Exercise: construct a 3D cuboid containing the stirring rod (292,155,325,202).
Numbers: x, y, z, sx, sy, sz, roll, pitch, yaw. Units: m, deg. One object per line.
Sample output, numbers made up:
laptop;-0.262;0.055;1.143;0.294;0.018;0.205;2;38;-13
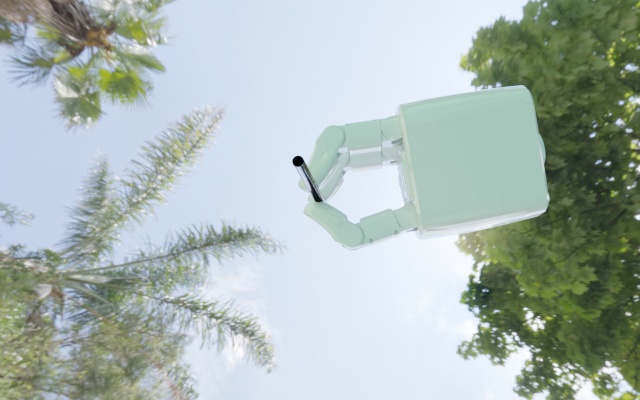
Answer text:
stirring rod;0.000;0.001;0.429;0.011;0.011;0.239;0;-13;7
